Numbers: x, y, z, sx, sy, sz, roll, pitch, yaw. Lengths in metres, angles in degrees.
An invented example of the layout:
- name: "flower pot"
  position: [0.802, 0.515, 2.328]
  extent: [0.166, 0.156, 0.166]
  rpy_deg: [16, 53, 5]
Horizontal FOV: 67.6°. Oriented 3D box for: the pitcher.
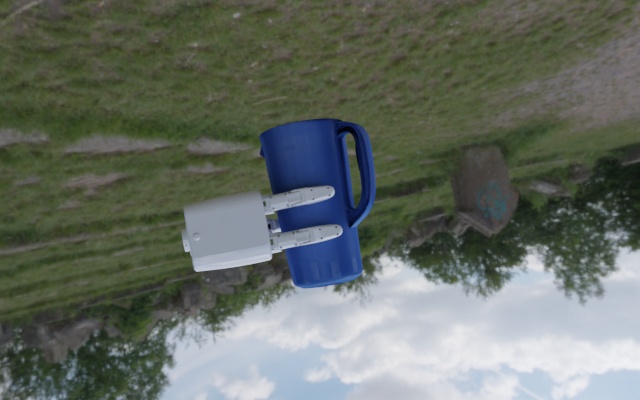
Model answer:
- name: "pitcher"
  position: [0.000, 0.002, 0.721]
  extent: [0.145, 0.243, 0.149]
  rpy_deg: [-10, -3, -15]
